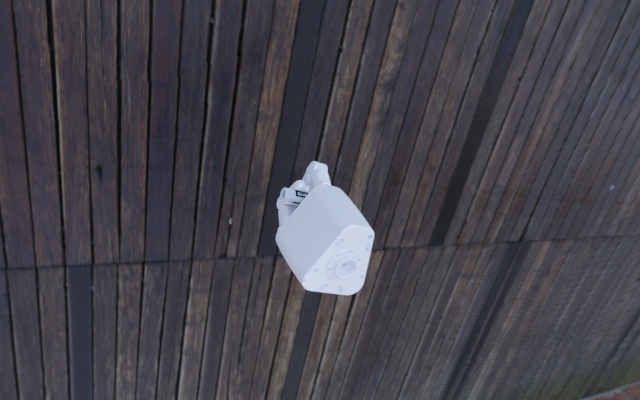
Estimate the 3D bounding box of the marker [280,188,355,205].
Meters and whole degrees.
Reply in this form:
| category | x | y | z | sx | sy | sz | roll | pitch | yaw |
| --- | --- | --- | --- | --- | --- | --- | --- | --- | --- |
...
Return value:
| category | x | y | z | sx | sy | sz | roll | pitch | yaw |
| --- | --- | --- | --- | --- | --- | --- | --- | --- | --- |
| marker | 0.000 | 0.002 | 0.683 | 0.121 | 0.020 | 0.020 | 12 | -6 | -30 |
